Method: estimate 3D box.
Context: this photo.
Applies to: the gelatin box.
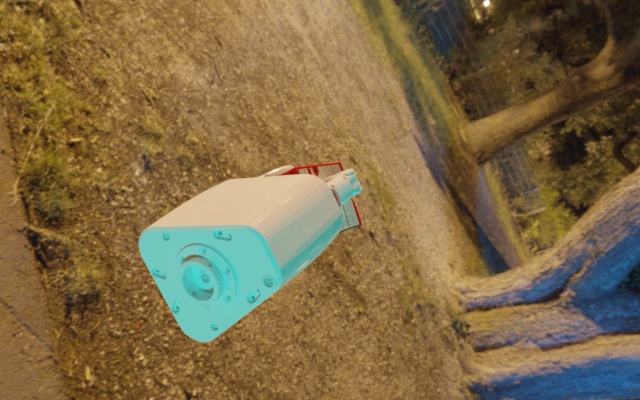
[{"bbox_3d":[0.001,0.001,0.484,0.030,0.073,0.089,-22,-4,33],"label":"gelatin box"}]
